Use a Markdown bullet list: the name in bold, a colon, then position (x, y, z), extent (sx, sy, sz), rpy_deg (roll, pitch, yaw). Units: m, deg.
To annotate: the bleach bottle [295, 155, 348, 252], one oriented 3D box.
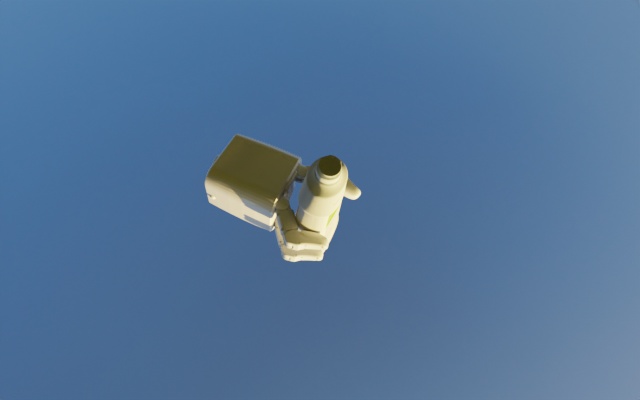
- **bleach bottle**: position (0.000, 0.002, 0.675), extent (0.068, 0.102, 0.251), rpy_deg (23, -24, 3)
